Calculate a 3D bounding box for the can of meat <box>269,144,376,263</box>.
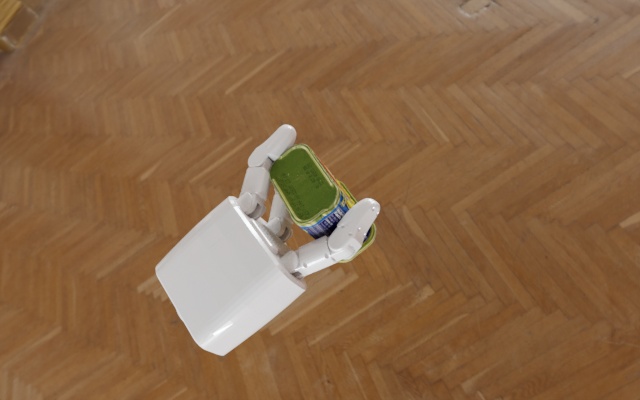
[{"bbox_3d":[0.000,0.001,0.483,0.057,0.102,0.084,-39,-41,5],"label":"can of meat"}]
